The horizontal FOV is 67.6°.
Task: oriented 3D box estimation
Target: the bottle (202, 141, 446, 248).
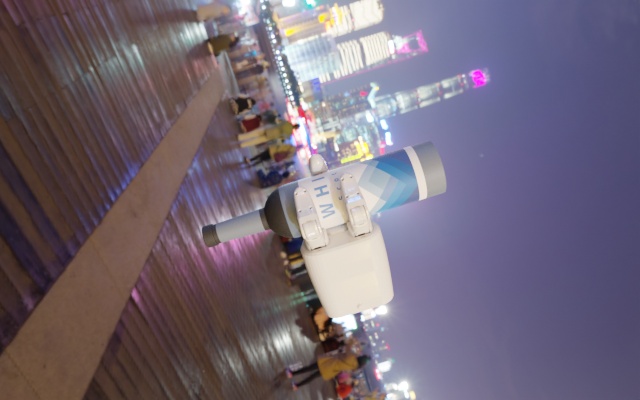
[{"bbox_3d":[0.000,0.002,0.582,0.296,0.069,0.069,-17,0,1],"label":"bottle"}]
